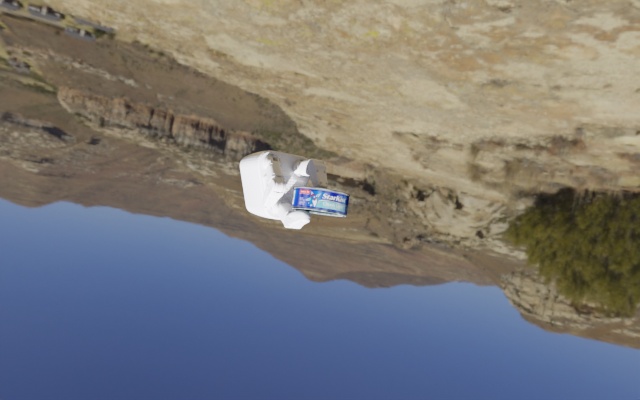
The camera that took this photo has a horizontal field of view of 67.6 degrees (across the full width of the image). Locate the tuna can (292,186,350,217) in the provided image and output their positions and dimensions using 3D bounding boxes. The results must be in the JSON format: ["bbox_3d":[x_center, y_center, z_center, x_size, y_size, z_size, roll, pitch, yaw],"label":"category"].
[{"bbox_3d":[0.000,0.003,0.723,0.086,0.033,0.086,8,-5,1],"label":"tuna can"}]
